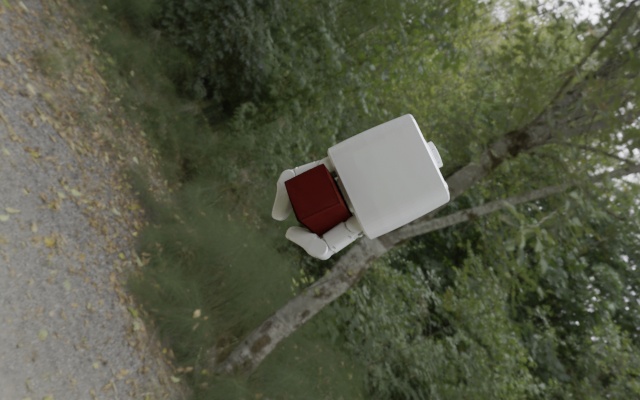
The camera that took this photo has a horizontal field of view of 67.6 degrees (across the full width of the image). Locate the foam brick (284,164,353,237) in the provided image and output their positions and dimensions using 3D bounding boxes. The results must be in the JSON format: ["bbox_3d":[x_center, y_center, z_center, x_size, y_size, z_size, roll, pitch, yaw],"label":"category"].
[{"bbox_3d":[0.000,0.002,0.551,0.051,0.053,0.078,-25,-23,8],"label":"foam brick"}]
